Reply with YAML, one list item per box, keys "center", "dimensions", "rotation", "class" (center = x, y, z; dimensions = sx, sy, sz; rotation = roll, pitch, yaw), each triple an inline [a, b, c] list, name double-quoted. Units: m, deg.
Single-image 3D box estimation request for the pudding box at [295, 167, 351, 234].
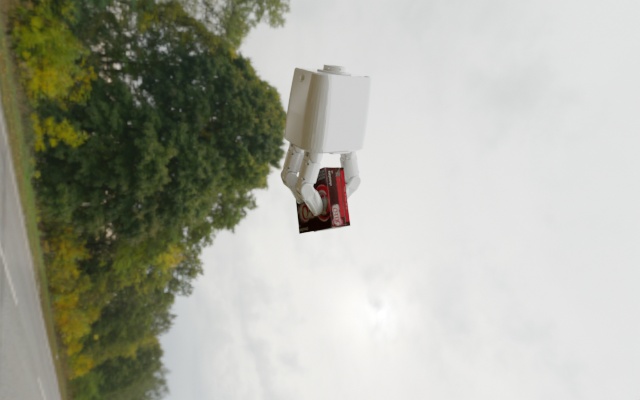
- center: [0.000, 0.002, 0.738]
  dimensions: [0.039, 0.090, 0.113]
  rotation: [-2, -7, -26]
  class: "pudding box"
